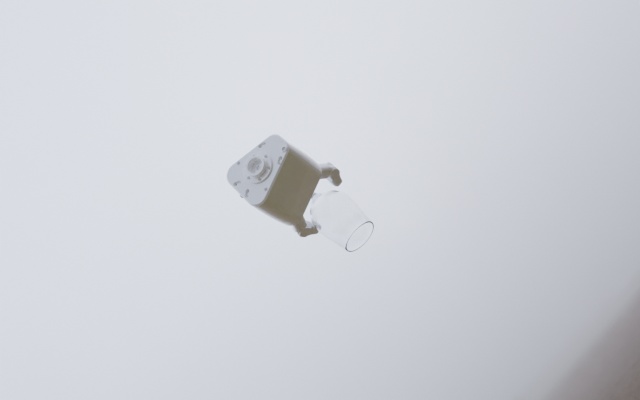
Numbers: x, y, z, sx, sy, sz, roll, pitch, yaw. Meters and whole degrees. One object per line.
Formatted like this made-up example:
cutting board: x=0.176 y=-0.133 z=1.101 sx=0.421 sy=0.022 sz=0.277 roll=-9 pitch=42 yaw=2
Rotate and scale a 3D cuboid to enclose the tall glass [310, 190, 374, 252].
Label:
tall glass: x=0.000 y=0.002 z=0.821 sx=0.201 sy=0.079 sz=0.079 roll=41 pitch=24 yaw=31
